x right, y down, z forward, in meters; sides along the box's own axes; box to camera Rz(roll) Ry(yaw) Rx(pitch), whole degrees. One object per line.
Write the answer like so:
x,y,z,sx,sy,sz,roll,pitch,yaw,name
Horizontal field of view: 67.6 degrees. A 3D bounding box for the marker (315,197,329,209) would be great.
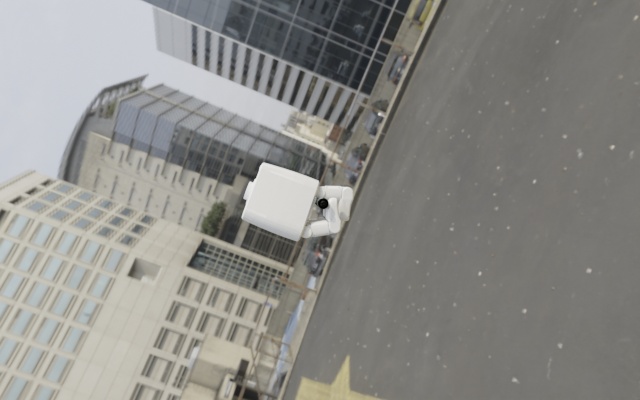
0.000,0.003,0.851,0.020,0.020,0.121,0,3,-5,marker
